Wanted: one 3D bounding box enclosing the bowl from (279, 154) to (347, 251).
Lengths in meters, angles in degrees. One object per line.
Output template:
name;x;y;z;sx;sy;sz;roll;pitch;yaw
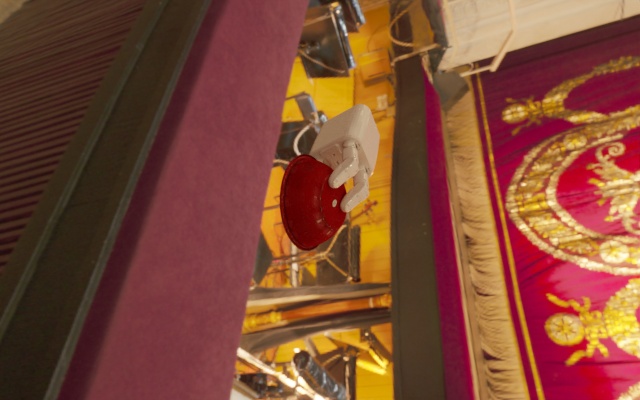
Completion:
bowl;0.000;0.004;0.784;0.055;0.162;0.162;-1;-1;30
